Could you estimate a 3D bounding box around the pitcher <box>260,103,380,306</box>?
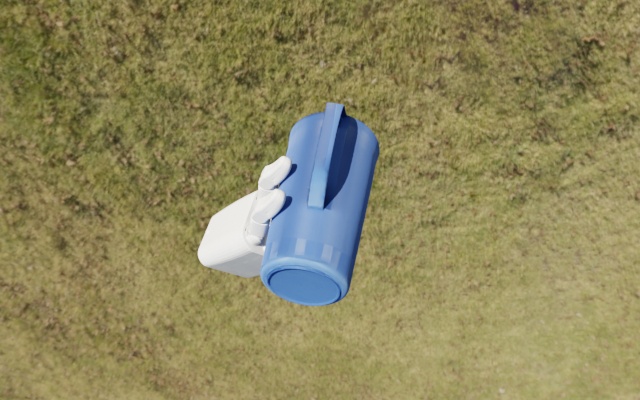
[{"bbox_3d":[0.000,0.002,0.623,0.145,0.242,0.149,-23,-50,37],"label":"pitcher"}]
